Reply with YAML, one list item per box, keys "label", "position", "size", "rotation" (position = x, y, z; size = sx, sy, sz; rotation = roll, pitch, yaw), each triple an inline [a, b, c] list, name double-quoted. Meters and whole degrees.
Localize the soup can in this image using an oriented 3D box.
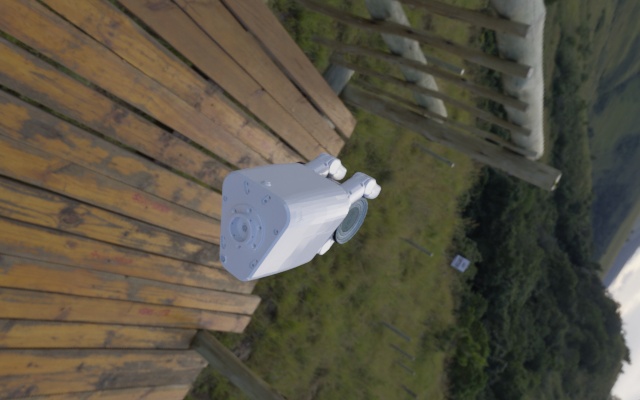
- label: "soup can"
  position: [0.001, 0.002, 0.606]
  size: [0.102, 0.068, 0.068]
  rotation: [31, 15, 27]
